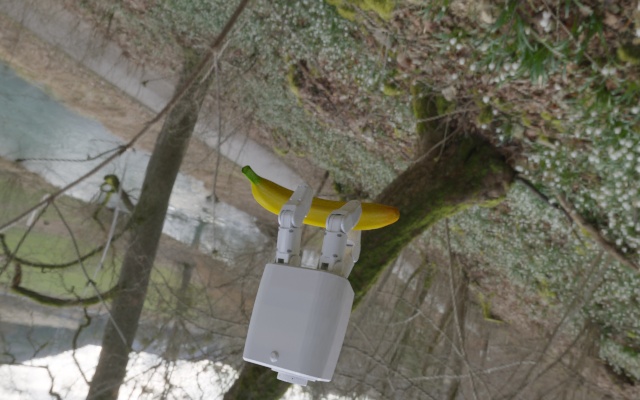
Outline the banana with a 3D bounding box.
[{"bbox_3d":[-0.003,0.008,0.593,0.198,0.037,0.070,14,-22,6],"label":"banana"}]
